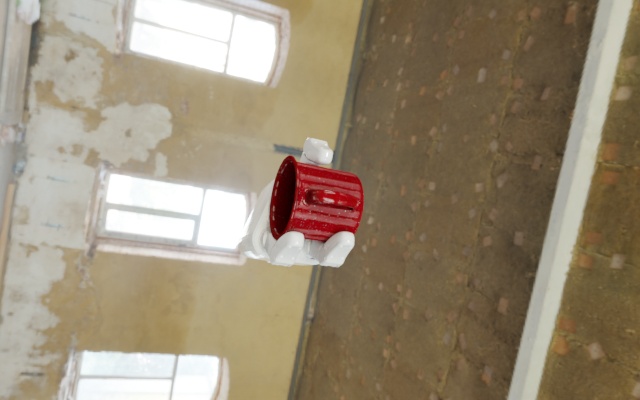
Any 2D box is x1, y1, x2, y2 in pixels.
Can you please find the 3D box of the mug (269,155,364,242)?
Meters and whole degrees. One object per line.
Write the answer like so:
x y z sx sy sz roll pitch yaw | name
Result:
0.001 0.001 0.518 0.081 0.093 0.117 10 -10 -21 | mug
